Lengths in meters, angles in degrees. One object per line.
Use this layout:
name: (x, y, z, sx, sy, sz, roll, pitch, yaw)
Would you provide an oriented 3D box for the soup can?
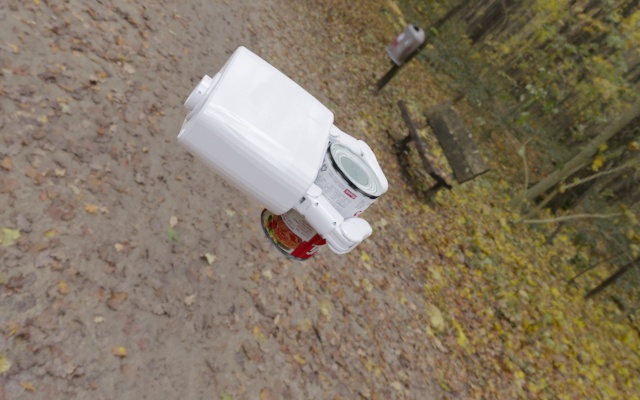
soup can: (0.001, 0.002, 0.456, 0.102, 0.068, 0.068, -43, -23, 26)
